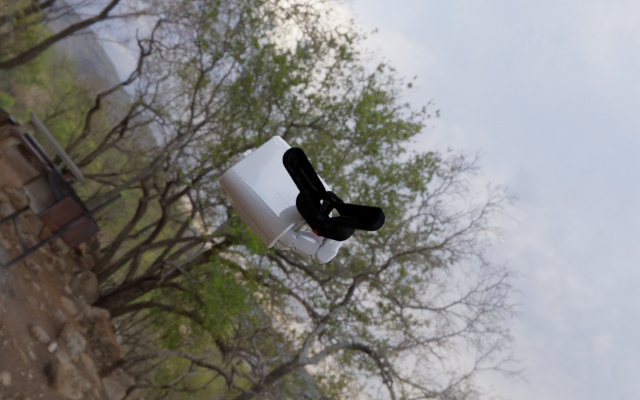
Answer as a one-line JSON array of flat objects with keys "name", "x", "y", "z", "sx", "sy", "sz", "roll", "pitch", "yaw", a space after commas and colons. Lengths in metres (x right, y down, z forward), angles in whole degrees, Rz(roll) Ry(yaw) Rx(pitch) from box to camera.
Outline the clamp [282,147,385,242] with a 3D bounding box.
[{"name": "clamp", "x": 0.001, "y": 0.001, "z": 0.534, "sx": 0.039, "sy": 0.120, "sz": 0.171, "roll": -44, "pitch": -1, "yaw": -19}]
